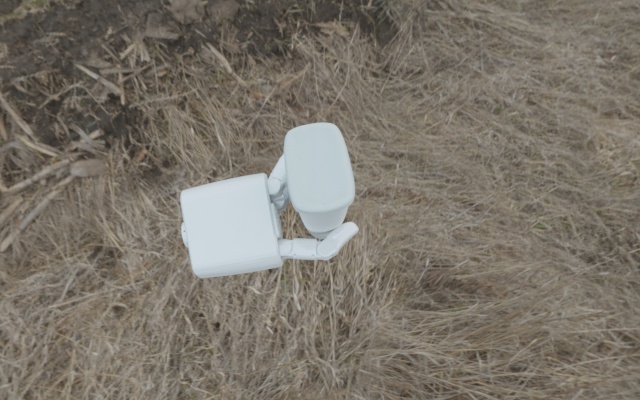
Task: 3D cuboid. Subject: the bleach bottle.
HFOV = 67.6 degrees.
[{"bbox_3d":[0.000,0.002,0.600,0.068,0.102,0.251,-9,-18,-2],"label":"bleach bottle"}]
